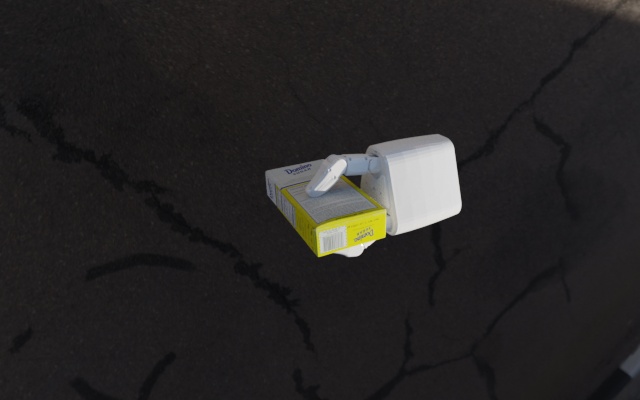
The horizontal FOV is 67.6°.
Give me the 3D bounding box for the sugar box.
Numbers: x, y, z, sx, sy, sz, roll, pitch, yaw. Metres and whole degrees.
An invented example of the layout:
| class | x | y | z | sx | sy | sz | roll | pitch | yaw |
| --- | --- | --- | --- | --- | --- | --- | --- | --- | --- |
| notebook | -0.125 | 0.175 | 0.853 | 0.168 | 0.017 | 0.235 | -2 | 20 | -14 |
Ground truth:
| class | x | y | z | sx | sy | sz | roll | pitch | yaw |
| --- | --- | --- | --- | --- | --- | --- | --- | --- | --- |
| sugar box | 0.000 | 0.003 | 0.617 | 0.093 | 0.048 | 0.176 | -13 | 27 | -20 |
